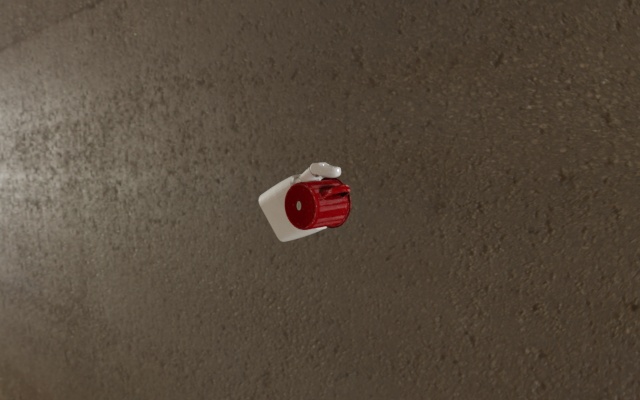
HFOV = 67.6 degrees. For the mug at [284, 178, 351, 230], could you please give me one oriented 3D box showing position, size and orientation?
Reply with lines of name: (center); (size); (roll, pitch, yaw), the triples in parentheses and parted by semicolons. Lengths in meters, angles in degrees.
mug: (0.001, 0.002, 0.817); (0.081, 0.093, 0.117); (-7, -15, -47)
